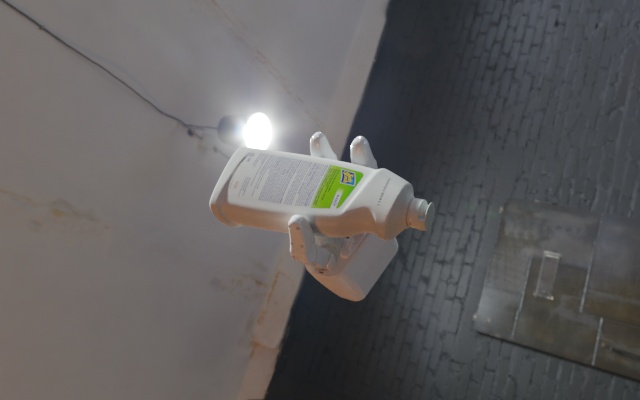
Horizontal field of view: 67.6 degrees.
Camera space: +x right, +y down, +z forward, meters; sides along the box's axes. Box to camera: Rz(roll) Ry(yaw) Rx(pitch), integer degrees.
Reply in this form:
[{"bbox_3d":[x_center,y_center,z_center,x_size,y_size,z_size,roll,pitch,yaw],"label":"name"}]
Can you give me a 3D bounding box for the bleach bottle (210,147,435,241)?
[{"bbox_3d":[0.000,0.002,0.540,0.251,0.102,0.068,11,-22,29],"label":"bleach bottle"}]
